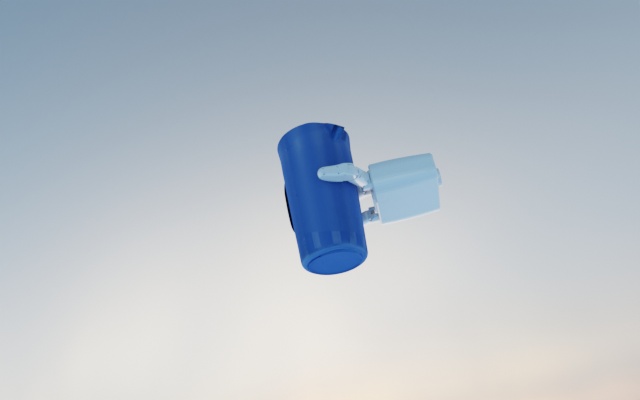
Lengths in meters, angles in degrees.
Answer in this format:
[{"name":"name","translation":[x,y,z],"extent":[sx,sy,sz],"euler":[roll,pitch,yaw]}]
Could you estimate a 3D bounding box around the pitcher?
[{"name":"pitcher","translation":[0.000,0.003,0.817],"extent":[0.145,0.242,0.149],"euler":[-13,-31,6]}]
